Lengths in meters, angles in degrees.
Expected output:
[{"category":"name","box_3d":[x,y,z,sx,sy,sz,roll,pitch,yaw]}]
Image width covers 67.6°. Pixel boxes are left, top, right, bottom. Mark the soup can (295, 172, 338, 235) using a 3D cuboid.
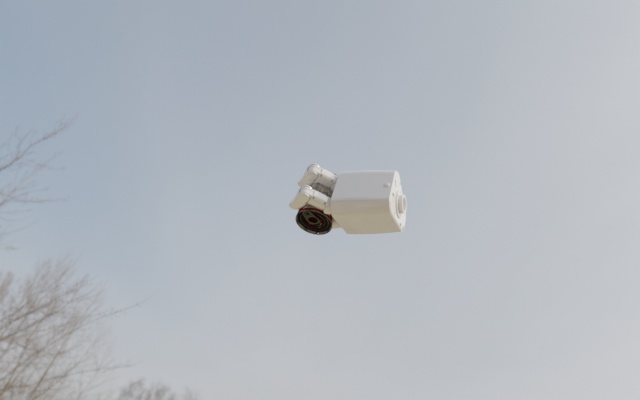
[{"category":"soup can","box_3d":[0.000,0.003,0.880,0.068,0.102,0.069,11,-40,9]}]
